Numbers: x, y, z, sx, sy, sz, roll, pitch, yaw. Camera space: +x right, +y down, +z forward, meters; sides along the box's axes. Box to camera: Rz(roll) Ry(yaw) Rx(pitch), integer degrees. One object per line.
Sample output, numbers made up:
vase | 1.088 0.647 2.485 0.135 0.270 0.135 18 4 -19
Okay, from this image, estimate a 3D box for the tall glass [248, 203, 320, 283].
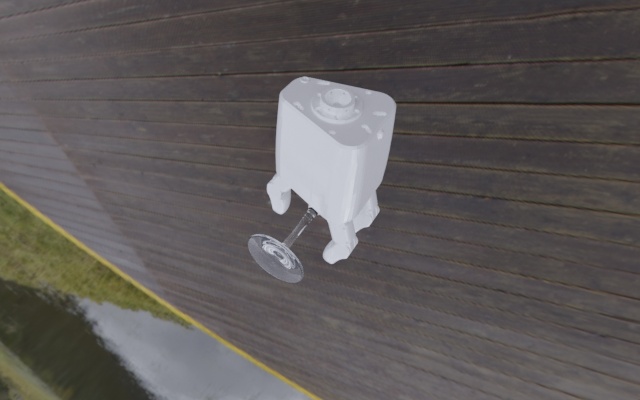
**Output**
tall glass | 0.000 0.002 0.587 0.079 0.079 0.201 0 40 42
